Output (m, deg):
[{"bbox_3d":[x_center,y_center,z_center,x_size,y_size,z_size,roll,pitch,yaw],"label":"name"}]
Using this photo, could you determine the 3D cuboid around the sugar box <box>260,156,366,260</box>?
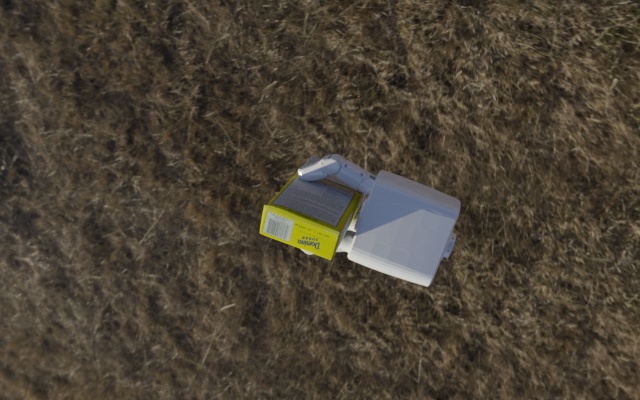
[{"bbox_3d":[0.000,0.003,0.610,0.093,0.048,0.176,21,26,9],"label":"sugar box"}]
